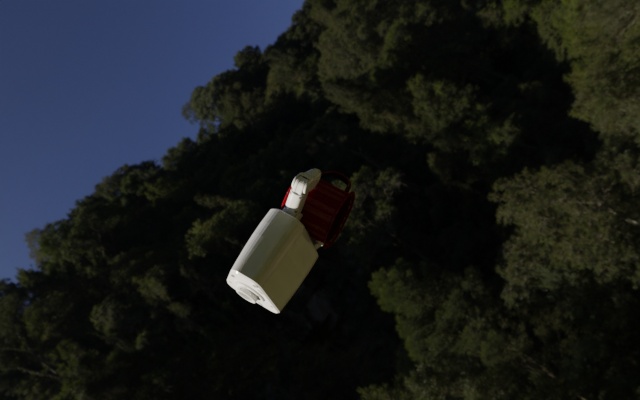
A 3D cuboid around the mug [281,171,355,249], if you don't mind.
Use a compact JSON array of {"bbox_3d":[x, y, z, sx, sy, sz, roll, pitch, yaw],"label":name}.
[{"bbox_3d":[0.001,0.001,0.710,0.081,0.117,0.093,27,-24,14],"label":"mug"}]
